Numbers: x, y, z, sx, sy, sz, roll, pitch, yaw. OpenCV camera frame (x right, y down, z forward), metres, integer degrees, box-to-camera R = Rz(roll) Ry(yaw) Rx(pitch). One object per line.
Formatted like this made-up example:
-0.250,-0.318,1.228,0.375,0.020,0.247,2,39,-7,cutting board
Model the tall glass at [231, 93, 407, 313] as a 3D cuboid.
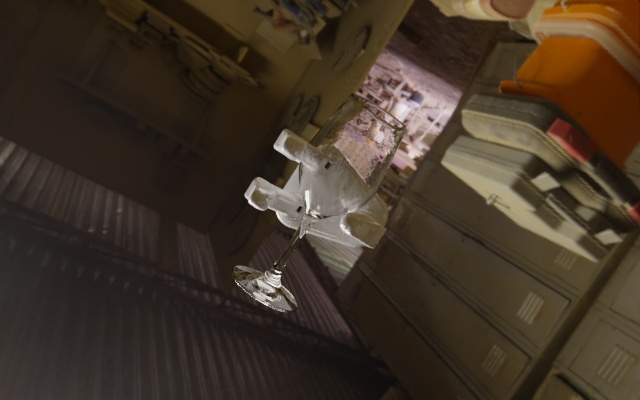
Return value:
0.000,0.002,0.449,0.079,0.201,0.079,33,5,-3,tall glass
